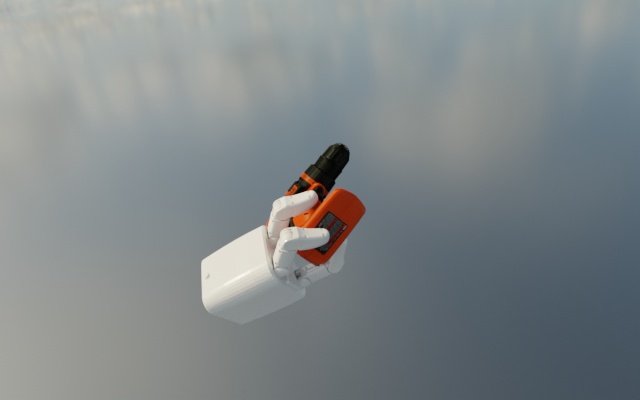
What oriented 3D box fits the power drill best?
[{"bbox_3d":[0.000,0.003,0.693,0.057,0.184,0.187,36,3,-19],"label":"power drill"}]
